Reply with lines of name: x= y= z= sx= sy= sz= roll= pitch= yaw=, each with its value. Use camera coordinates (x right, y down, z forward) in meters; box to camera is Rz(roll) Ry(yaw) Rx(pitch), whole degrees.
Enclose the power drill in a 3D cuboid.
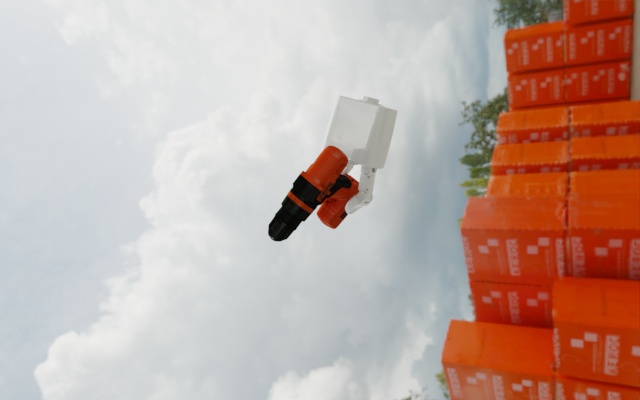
power drill: x=0.000 y=0.003 z=0.842 sx=0.057 sy=0.184 sz=0.188 roll=41 pitch=6 yaw=20
